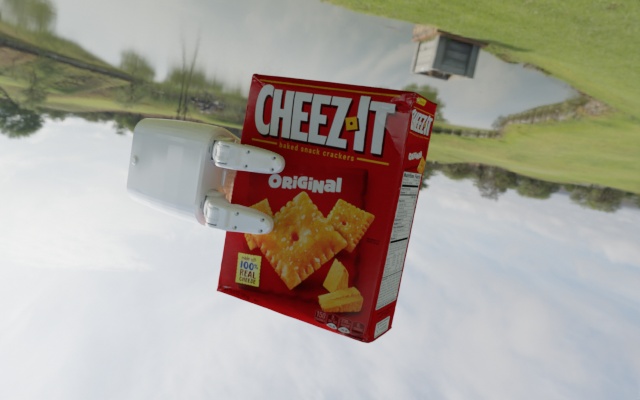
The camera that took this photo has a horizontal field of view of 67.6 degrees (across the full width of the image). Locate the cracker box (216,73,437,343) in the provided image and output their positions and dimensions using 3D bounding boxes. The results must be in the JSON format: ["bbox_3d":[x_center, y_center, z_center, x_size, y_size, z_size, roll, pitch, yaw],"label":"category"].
[{"bbox_3d":[0.000,0.002,0.442,0.164,0.214,0.072,13,7,26],"label":"cracker box"}]
